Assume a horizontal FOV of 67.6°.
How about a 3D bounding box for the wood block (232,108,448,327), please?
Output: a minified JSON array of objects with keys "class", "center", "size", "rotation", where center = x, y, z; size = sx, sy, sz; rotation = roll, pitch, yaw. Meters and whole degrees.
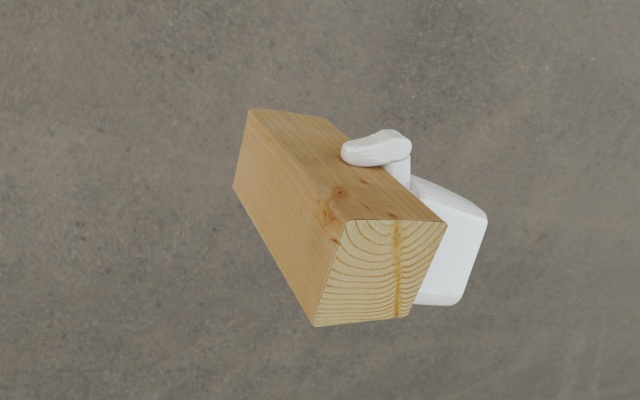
[{"class":"wood block","center":[0.001,0.001,0.416],"size":[0.090,0.091,0.206],"rotation":[3,28,-30]}]
